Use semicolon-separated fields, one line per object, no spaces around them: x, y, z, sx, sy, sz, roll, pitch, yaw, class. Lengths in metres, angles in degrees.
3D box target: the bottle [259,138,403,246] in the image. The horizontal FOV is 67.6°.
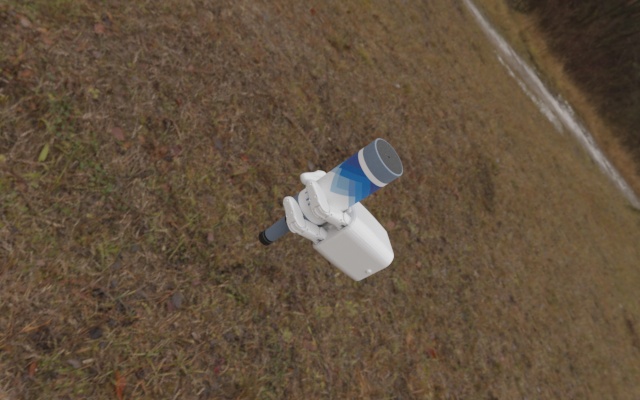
0.000;0.002;0.799;0.296;0.069;0.069;-33;-20;32;bottle
